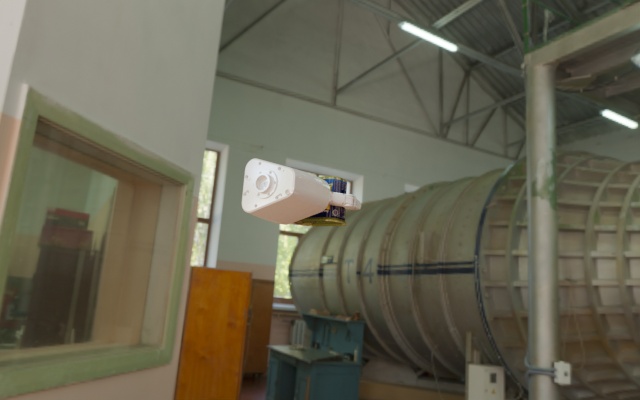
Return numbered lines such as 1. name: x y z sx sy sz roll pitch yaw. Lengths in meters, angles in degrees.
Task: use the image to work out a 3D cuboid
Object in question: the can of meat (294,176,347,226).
1. can of meat: 0.000 0.003 0.895 0.102 0.084 0.057 -4 -13 35
